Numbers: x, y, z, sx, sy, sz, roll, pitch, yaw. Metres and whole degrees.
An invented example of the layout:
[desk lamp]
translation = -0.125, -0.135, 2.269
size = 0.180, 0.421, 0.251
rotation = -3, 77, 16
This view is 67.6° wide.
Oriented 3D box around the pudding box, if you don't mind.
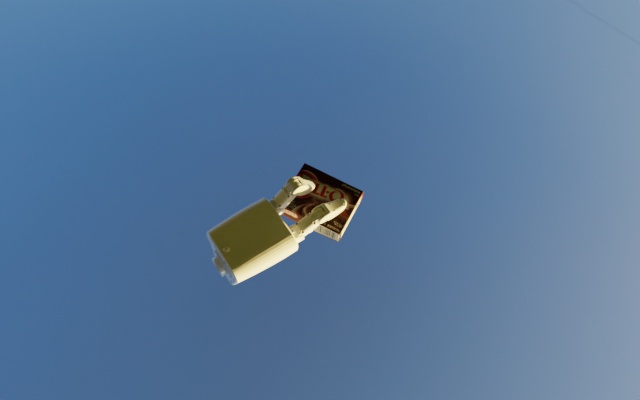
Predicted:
[pudding box]
translation = 0.000, 0.003, 0.773
size = 0.113, 0.090, 0.039
rotation = 27, -27, 7
